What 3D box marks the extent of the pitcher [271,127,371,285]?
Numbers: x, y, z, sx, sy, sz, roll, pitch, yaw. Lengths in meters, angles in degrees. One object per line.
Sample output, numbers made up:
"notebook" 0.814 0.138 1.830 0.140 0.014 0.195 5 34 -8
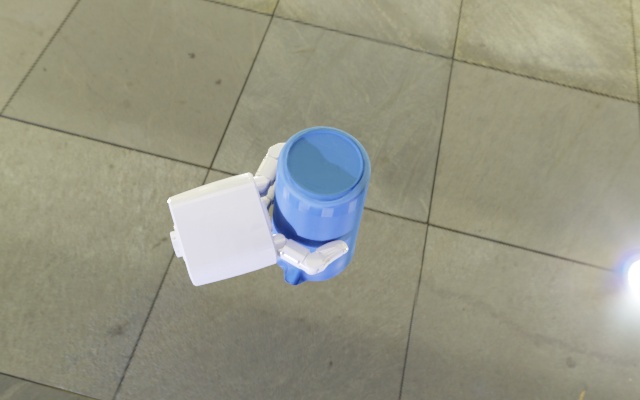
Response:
"pitcher" 0.000 0.002 0.647 0.145 0.149 0.243 -16 -24 -12
